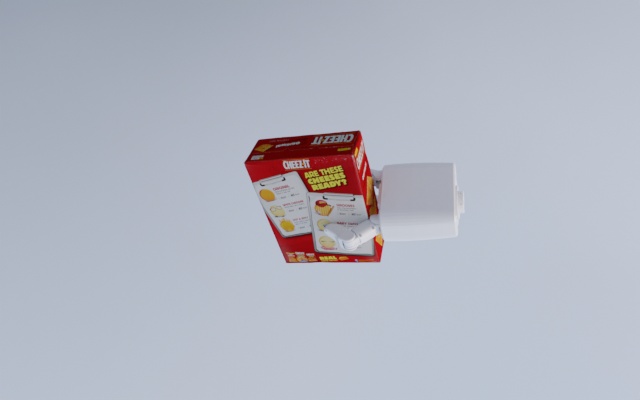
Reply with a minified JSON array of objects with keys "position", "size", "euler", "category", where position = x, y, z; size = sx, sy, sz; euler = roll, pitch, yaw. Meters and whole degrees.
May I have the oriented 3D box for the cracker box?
[{"position":[0.000,0.003,0.735],"size":[0.164,0.214,0.072],"euler":[-3,40,19],"category":"cracker box"}]
